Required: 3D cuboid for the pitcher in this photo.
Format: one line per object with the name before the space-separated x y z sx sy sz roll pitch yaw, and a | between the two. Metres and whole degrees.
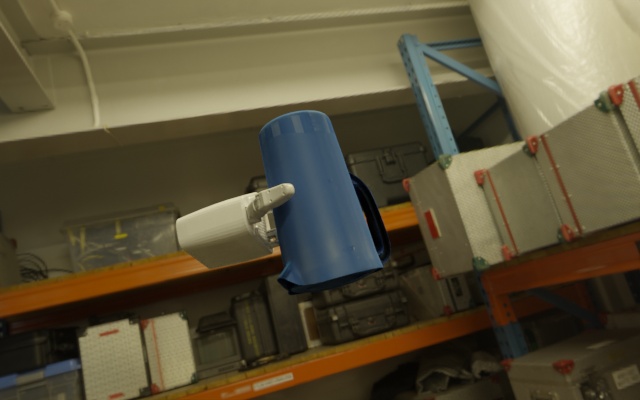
pitcher | 0.000 0.002 0.675 0.145 0.242 0.149 -18 -14 11
